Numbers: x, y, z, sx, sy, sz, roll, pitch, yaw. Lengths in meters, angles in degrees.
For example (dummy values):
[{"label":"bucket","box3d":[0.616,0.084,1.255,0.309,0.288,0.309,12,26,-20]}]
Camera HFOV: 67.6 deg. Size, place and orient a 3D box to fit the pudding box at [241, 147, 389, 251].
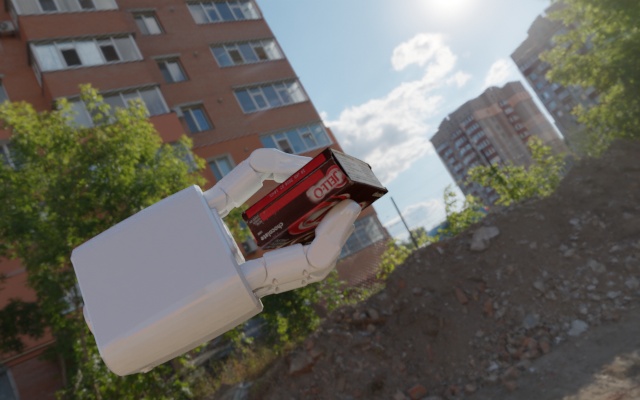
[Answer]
[{"label":"pudding box","box3d":[0.000,0.001,0.401,0.090,0.039,0.113,-35,-12,17]}]
